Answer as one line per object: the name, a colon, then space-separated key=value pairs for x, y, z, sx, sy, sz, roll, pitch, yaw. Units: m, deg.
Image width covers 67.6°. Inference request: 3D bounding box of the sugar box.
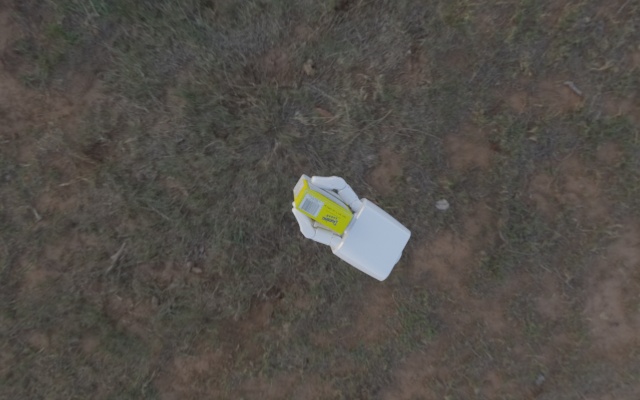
sugar box: x=0.000 y=0.003 z=0.862 sx=0.093 sy=0.048 sz=0.176 roll=31 pitch=5 yaw=-8
